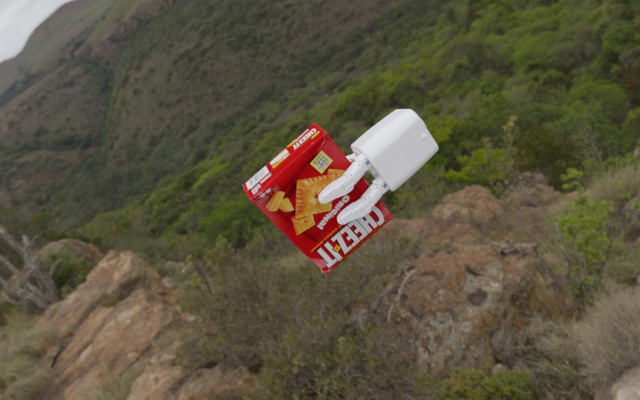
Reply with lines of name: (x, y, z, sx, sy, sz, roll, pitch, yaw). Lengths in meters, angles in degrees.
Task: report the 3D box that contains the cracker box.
cracker box: (0.000, 0.002, 0.820, 0.164, 0.214, 0.072, -41, 29, 2)
